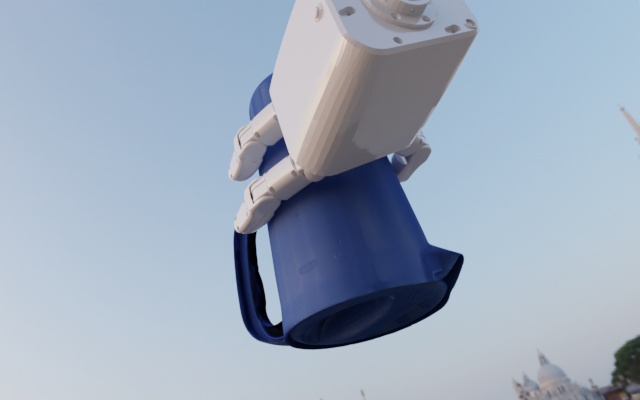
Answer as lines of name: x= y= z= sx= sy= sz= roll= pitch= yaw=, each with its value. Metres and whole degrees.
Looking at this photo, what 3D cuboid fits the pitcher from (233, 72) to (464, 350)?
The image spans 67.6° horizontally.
pitcher: x=0.000 y=0.001 z=0.424 sx=0.149 sy=0.242 sz=0.145 roll=-3 pitch=-32 yaw=-22
